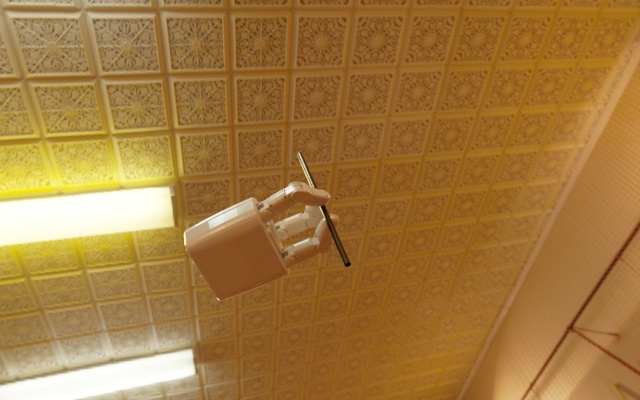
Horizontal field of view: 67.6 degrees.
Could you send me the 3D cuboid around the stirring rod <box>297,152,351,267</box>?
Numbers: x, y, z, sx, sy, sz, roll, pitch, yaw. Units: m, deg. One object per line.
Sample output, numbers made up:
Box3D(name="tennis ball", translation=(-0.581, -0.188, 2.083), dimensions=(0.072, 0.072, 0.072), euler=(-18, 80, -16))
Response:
Box3D(name="stirring rod", translation=(0.000, 0.002, 0.655), dimensions=(0.011, 0.011, 0.239), euler=(0, 38, -20))
